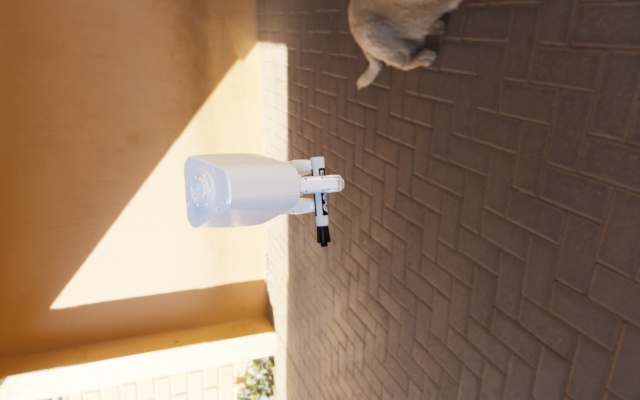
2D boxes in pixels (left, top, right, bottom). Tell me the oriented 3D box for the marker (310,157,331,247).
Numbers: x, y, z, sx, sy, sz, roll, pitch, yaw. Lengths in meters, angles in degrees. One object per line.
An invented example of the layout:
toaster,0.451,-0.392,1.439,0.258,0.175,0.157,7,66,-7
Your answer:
marker,0.000,0.002,0.645,0.020,0.121,0.020,-4,-1,0
